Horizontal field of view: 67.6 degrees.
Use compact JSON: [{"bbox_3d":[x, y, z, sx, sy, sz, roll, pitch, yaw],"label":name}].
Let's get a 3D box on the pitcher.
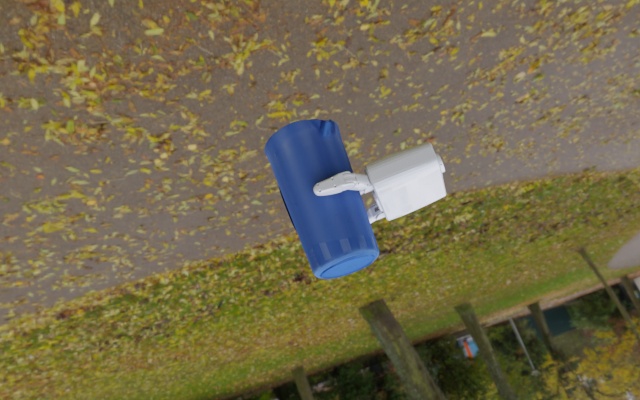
[{"bbox_3d":[0.000,0.002,0.782,0.145,0.242,0.149,-22,-22,7],"label":"pitcher"}]
